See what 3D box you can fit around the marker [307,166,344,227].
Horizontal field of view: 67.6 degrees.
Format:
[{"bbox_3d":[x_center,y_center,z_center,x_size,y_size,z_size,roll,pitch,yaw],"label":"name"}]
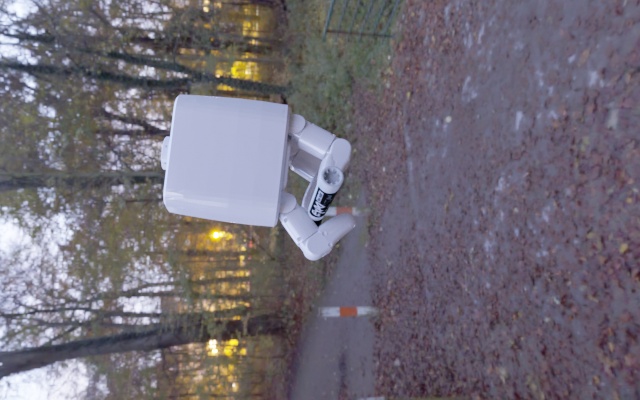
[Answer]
[{"bbox_3d":[0.000,0.001,0.430,0.020,0.020,0.121,0,-20,-9],"label":"marker"}]
